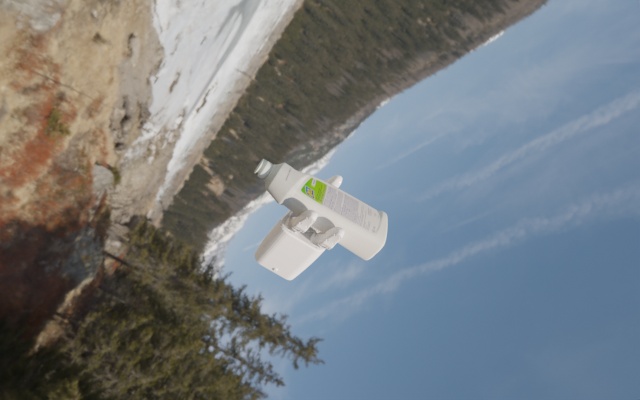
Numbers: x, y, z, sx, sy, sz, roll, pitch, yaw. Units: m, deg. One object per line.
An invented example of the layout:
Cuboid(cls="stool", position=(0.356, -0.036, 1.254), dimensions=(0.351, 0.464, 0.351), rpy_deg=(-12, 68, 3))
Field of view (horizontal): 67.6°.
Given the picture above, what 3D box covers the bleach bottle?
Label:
Cuboid(cls="bleach bottle", position=(0.000, 0.003, 0.835), dimensions=(0.251, 0.068, 0.102), rpy_deg=(33, 34, -14))
